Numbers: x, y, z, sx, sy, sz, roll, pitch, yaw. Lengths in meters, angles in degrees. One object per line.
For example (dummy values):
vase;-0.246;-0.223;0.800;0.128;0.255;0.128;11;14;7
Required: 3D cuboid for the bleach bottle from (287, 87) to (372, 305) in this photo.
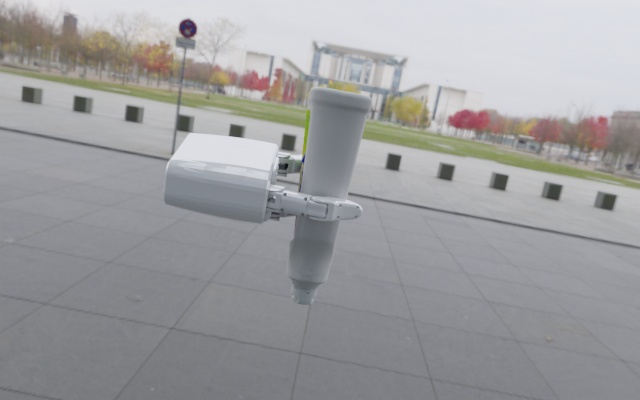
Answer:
bleach bottle;0.000;0.002;0.549;0.068;0.251;0.102;9;11;-4
